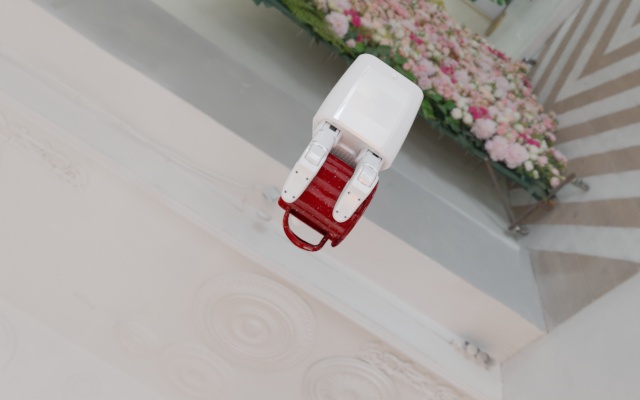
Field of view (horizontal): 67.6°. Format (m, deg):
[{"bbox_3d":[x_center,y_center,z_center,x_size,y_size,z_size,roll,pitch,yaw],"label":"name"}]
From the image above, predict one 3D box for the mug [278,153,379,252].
[{"bbox_3d":[-0.001,0.003,0.531,0.081,0.117,0.093,33,-24,-5],"label":"mug"}]
